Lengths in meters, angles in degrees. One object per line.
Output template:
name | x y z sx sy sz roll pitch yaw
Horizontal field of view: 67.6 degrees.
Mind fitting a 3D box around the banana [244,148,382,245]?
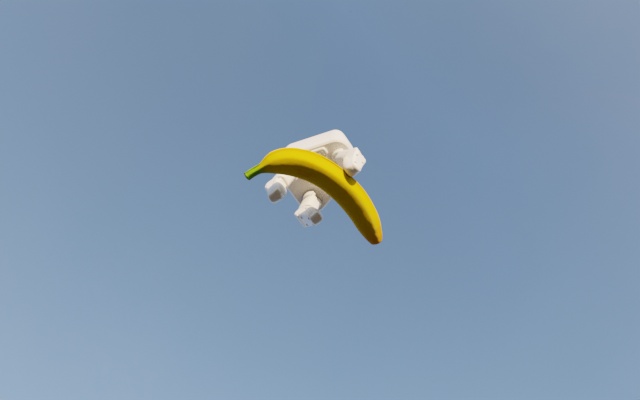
banana | 0.006 -0.015 0.608 0.198 0.069 0.037 28 12 -10
